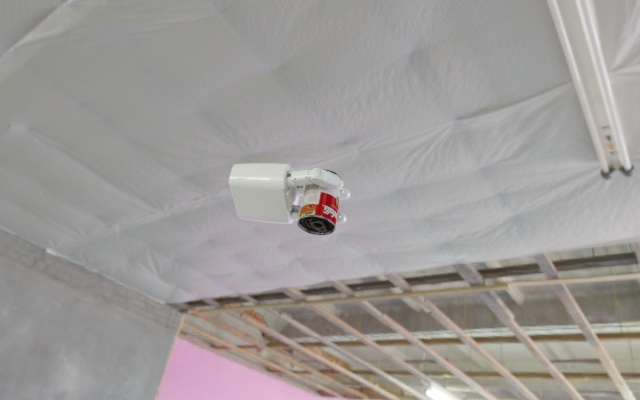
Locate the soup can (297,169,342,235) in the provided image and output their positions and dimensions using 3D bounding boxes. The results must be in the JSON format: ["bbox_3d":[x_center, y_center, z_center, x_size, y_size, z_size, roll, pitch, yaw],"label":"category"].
[{"bbox_3d":[0.001,0.003,0.865,0.068,0.102,0.068,7,-32,5],"label":"soup can"}]
